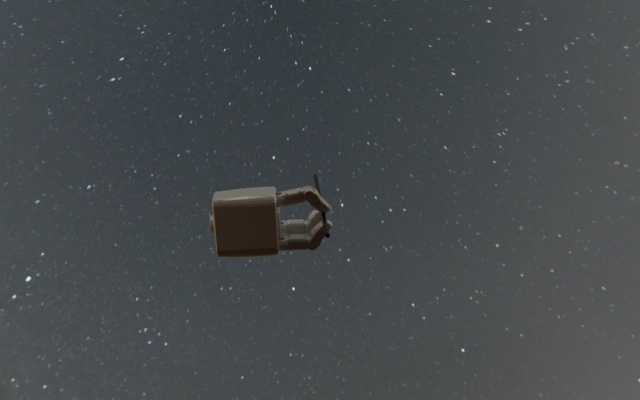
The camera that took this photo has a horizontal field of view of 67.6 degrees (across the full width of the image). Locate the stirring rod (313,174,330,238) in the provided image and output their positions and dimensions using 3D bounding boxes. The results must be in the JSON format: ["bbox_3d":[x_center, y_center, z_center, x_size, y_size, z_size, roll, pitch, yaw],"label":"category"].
[{"bbox_3d":[0.000,0.003,0.863,0.011,0.011,0.239,0,26,-6],"label":"stirring rod"}]
